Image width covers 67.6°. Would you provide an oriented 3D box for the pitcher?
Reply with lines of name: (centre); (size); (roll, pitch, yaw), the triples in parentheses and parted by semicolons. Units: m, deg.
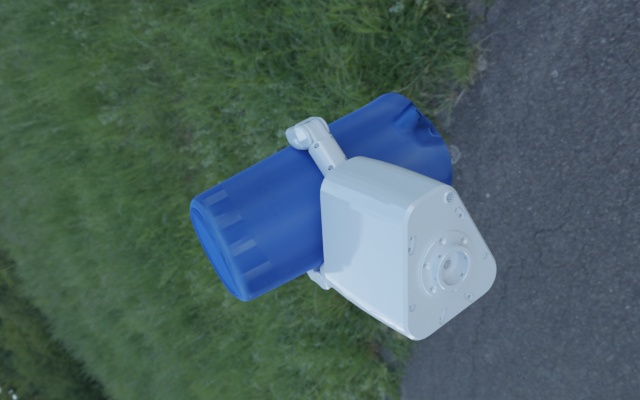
pitcher: (0.000, 0.002, 0.488); (0.243, 0.149, 0.145); (-28, 25, -21)
